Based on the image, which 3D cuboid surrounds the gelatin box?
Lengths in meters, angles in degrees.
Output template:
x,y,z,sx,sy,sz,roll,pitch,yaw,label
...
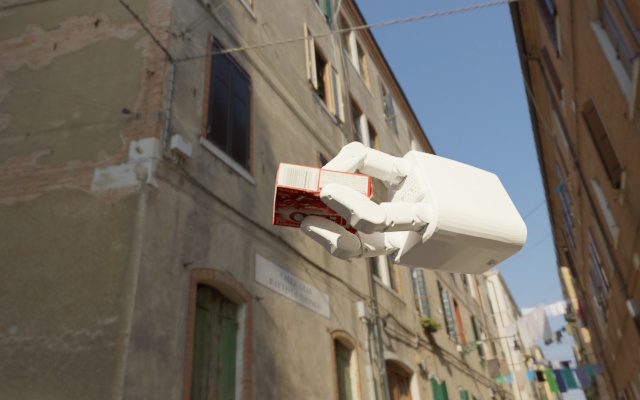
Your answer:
x,y,z,sx,sy,sz,roll,pitch,yaw,label
0.000,0.001,0.465,0.089,0.030,0.073,8,-32,-3,gelatin box
